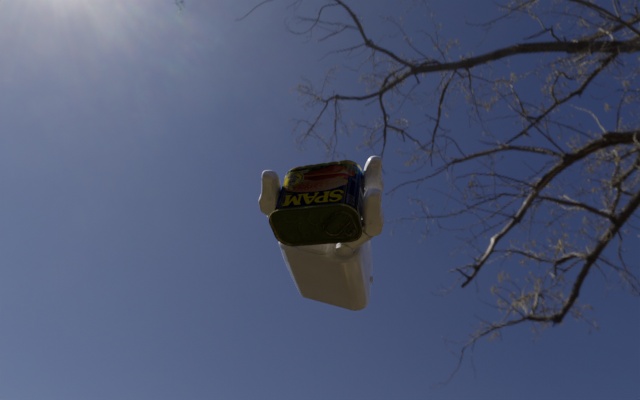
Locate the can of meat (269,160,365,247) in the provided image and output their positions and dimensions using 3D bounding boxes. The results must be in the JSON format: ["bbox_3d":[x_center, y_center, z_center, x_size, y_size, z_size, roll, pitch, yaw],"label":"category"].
[{"bbox_3d":[0.000,0.002,0.554,0.102,0.057,0.084,-6,40,16],"label":"can of meat"}]
